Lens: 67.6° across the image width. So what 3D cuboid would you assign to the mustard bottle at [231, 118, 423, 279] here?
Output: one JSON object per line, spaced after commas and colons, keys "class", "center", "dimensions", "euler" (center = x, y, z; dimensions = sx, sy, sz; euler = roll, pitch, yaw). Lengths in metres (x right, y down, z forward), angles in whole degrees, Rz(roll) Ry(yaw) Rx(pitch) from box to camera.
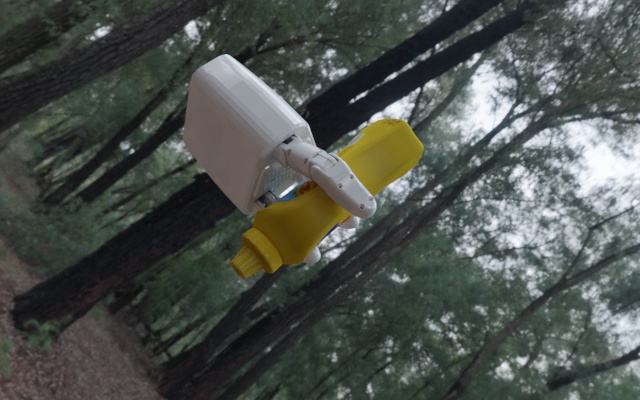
{"class": "mustard bottle", "center": [0.000, 0.002, 0.427], "dimensions": [0.191, 0.058, 0.096], "euler": [-39, 8, -21]}
